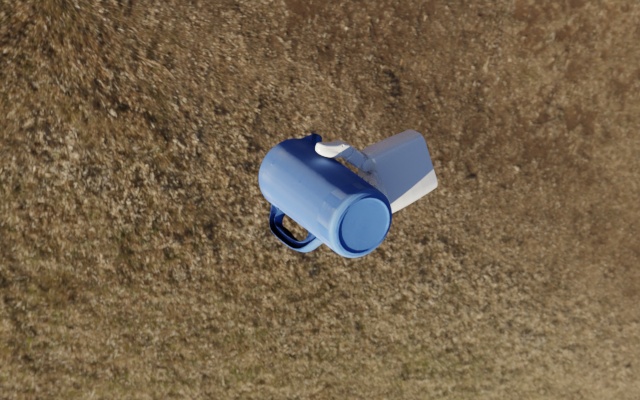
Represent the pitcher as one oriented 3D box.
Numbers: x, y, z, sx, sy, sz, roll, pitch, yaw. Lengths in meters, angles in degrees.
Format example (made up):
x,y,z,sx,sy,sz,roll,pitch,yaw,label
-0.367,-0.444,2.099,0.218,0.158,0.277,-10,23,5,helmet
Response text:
x,y,z,sx,sy,sz,roll,pitch,yaw,label
0.000,0.002,0.771,0.145,0.149,0.242,-24,32,-19,pitcher
